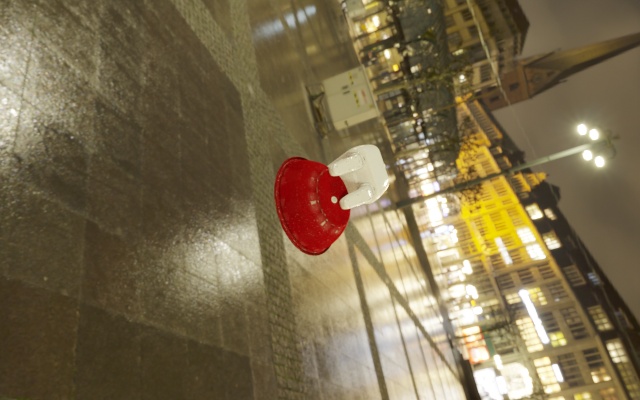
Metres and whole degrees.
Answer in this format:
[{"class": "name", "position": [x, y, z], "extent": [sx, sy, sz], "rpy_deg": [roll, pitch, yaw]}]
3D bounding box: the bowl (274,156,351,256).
[{"class": "bowl", "position": [0.000, 0.003, 0.744], "extent": [0.055, 0.162, 0.162], "rpy_deg": [-15, -9, 33]}]
